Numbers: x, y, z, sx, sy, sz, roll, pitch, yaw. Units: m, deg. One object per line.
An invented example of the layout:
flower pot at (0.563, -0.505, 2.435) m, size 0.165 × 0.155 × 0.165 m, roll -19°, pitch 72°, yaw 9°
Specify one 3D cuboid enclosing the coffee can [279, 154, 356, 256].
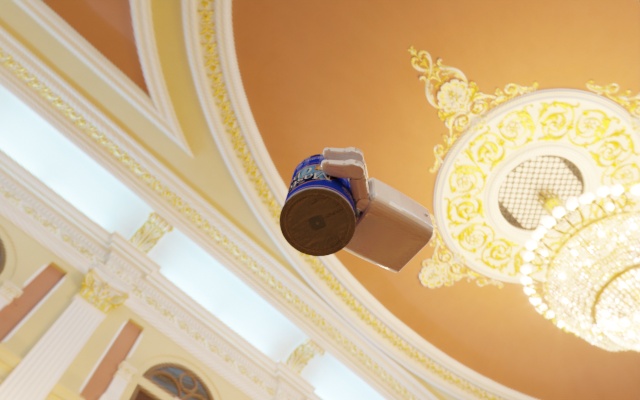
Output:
coffee can at (0.000, 0.002, 0.699) m, size 0.103 × 0.103 × 0.140 m, roll 0°, pitch 25°, yaw 4°
